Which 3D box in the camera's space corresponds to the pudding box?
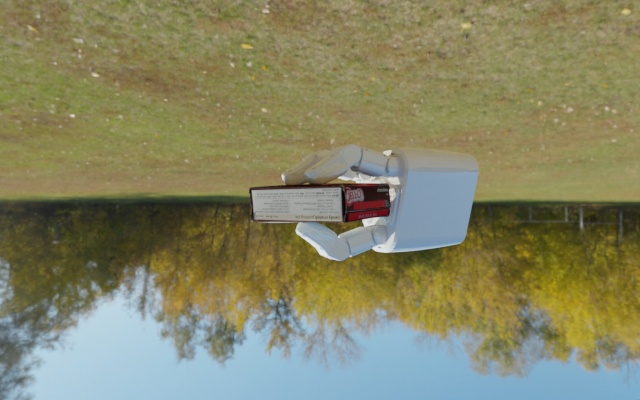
[{"bbox_3d":[0.000,0.002,0.474,0.113,0.039,0.090,-3,-1,34],"label":"pudding box"}]
